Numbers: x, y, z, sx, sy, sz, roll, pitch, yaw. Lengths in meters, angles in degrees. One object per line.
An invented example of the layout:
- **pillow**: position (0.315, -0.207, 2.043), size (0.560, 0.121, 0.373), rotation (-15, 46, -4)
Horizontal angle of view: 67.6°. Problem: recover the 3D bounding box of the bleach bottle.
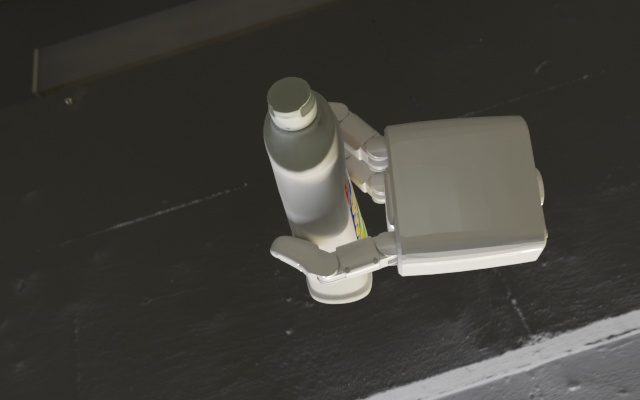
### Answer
- **bleach bottle**: position (0.000, 0.001, 0.400), size (0.068, 0.102, 0.251), rotation (-7, -29, 6)
